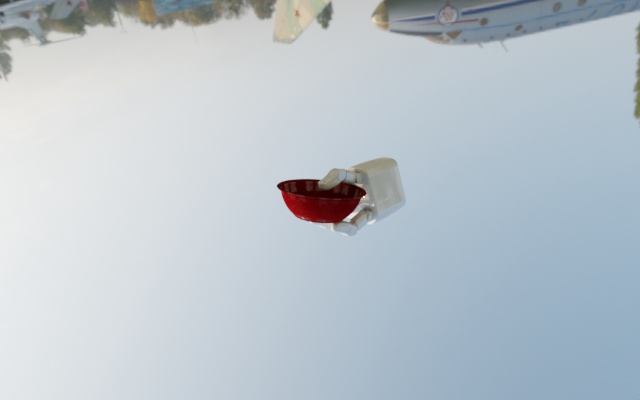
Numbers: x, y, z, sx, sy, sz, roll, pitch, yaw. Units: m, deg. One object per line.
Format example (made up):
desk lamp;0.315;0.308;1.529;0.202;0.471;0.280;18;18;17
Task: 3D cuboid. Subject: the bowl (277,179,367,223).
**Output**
bowl;-0.001;0.003;0.861;0.162;0.055;0.162;5;13;-1
